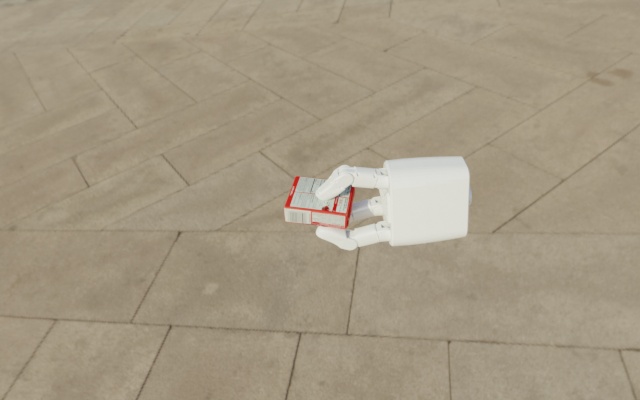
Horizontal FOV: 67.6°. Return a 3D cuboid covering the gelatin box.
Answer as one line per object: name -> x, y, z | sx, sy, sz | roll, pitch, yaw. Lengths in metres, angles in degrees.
gelatin box -> 0.000, 0.002, 0.663 | 0.089, 0.030, 0.073 | 7, 40, 7
